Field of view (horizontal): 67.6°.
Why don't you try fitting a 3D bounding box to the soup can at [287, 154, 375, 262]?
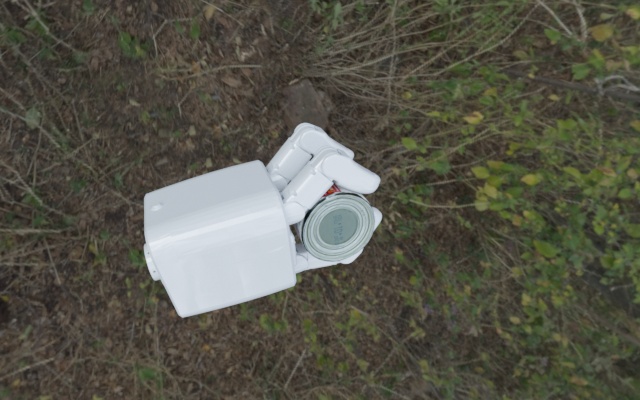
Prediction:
[{"bbox_3d":[0.001,0.002,0.440,0.068,0.068,0.102,0,26,-21],"label":"soup can"}]
